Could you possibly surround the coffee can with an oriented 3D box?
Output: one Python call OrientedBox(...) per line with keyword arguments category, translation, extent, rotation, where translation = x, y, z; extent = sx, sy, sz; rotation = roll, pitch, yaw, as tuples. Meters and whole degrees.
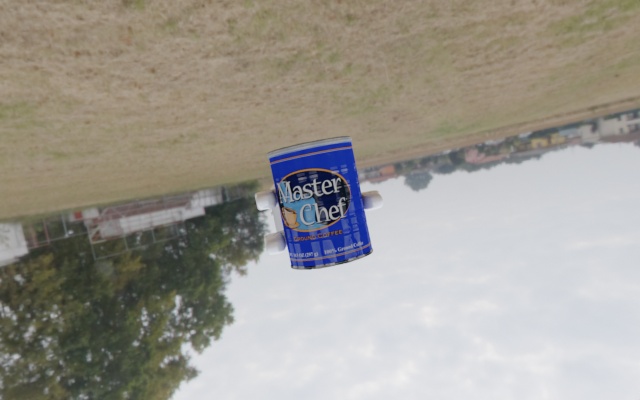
OrientedBox(category="coffee can", translation=(0.000, 0.002, 0.574), extent=(0.103, 0.140, 0.103), rotation=(-11, 3, 1))
